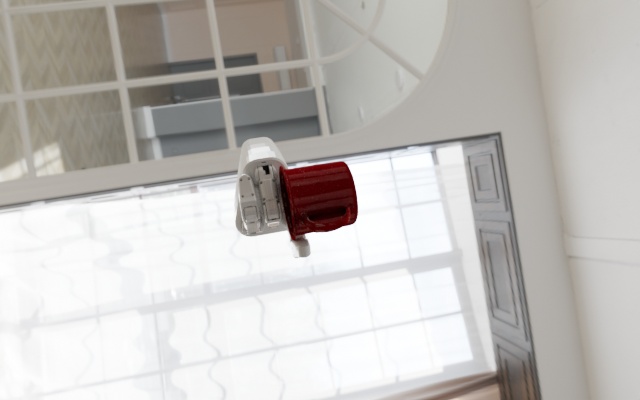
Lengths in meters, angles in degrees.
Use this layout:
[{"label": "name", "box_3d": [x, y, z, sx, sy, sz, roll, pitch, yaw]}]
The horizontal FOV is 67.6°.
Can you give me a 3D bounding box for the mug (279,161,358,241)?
[{"label": "mug", "box_3d": [0.001, 0.002, 0.576, 0.081, 0.093, 0.117, -10, 27, -9]}]
